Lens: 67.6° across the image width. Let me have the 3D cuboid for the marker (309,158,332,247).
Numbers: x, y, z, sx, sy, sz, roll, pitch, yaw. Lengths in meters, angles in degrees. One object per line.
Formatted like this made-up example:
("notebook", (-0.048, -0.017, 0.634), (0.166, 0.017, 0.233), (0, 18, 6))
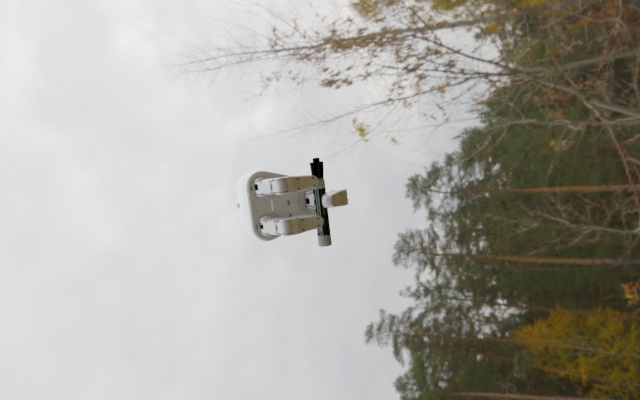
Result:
("marker", (0.000, 0.002, 0.652), (0.020, 0.121, 0.020), (-6, 4, 0))
